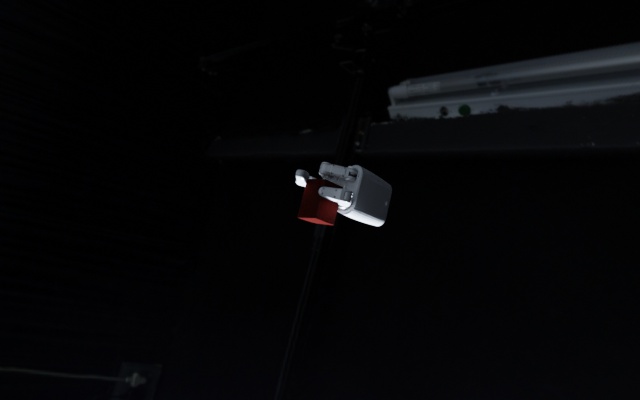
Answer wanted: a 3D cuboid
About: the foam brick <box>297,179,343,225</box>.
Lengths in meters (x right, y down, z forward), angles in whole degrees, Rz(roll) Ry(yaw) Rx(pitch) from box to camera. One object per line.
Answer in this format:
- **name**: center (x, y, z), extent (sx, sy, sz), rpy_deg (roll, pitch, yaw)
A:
- **foam brick**: center (0.000, 0.003, 0.894), extent (0.053, 0.078, 0.051), rpy_deg (4, -15, 46)
